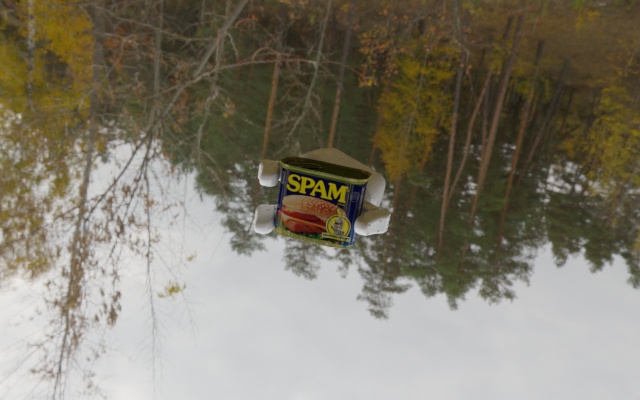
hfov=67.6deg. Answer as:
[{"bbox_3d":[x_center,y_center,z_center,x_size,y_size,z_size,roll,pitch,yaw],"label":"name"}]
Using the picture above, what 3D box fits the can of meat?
[{"bbox_3d":[0.000,0.002,0.548,0.102,0.084,0.057,13,17,13],"label":"can of meat"}]
